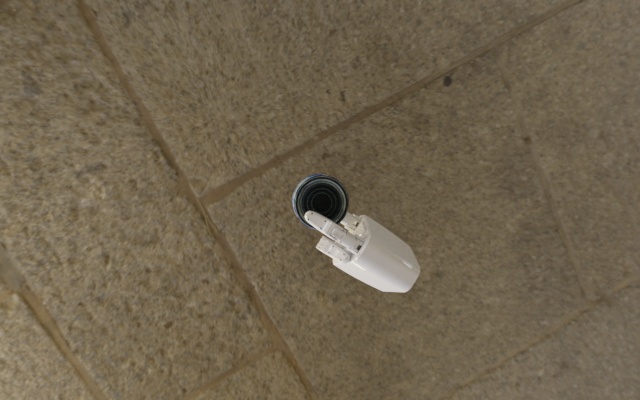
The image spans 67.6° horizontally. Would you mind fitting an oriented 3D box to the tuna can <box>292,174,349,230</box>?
[{"bbox_3d":[0.000,0.002,0.734,0.086,0.086,0.033,0,7,-7],"label":"tuna can"}]
